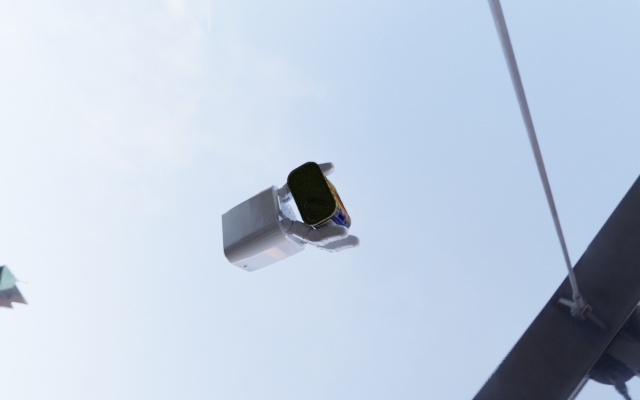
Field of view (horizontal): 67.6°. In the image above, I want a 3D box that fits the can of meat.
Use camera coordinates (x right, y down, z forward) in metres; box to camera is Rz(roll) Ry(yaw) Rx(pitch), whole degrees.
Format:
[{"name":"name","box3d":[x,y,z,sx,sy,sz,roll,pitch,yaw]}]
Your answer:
[{"name":"can of meat","box3d":[0.000,0.002,0.743,0.057,0.102,0.084,-29,-29,9]}]
